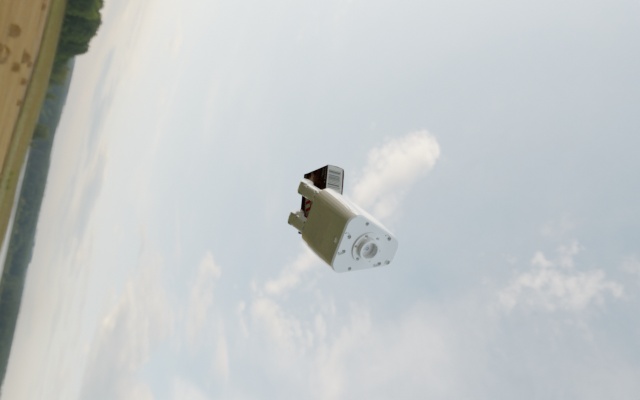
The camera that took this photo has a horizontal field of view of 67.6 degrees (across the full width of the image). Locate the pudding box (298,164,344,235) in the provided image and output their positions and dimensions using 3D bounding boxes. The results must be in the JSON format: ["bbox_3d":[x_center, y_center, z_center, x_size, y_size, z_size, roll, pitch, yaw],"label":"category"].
[{"bbox_3d":[0.000,0.003,0.823,0.039,0.113,0.090,14,-14,-28],"label":"pudding box"}]
